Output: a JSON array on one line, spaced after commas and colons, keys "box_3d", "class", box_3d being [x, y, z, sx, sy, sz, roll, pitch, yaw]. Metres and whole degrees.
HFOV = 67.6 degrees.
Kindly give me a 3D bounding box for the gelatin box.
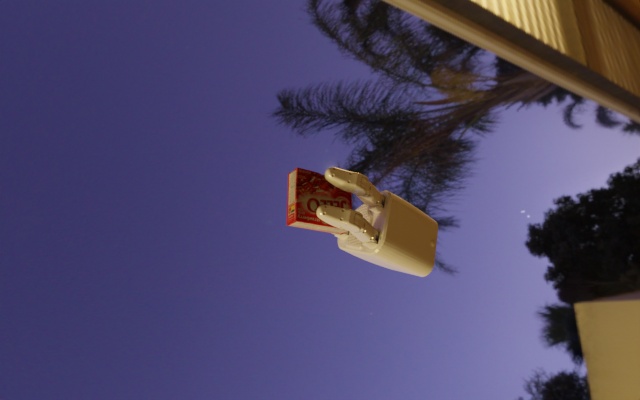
[{"box_3d": [0.000, 0.002, 0.635, 0.089, 0.073, 0.030, 12, -21, -29], "class": "gelatin box"}]
